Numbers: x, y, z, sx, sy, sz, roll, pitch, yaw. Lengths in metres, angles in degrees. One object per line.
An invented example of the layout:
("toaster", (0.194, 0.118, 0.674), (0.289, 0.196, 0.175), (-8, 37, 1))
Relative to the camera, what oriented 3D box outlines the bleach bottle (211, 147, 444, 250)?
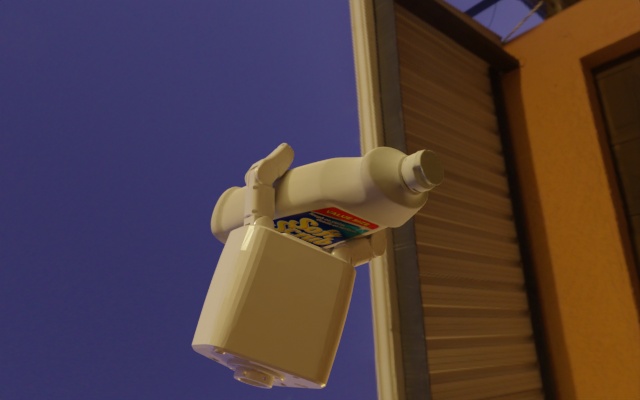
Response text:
("bleach bottle", (0.000, 0.002, 0.453), (0.102, 0.068, 0.251), (33, -34, -28))
